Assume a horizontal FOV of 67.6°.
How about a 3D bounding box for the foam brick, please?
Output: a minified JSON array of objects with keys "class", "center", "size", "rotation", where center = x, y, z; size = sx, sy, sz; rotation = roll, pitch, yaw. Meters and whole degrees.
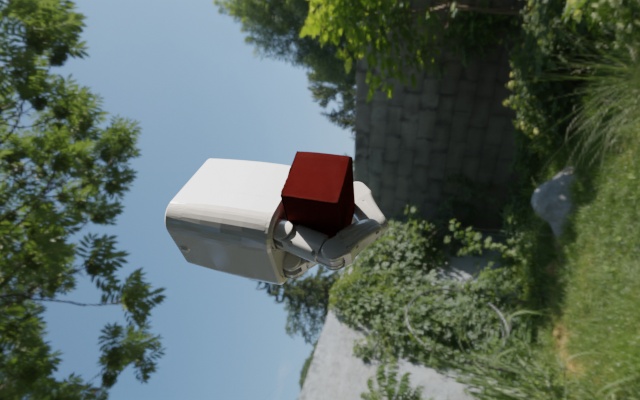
[{"class":"foam brick","center":[0.000,0.001,0.430],"size":[0.051,0.053,0.078],"rotation":[10,-35,13]}]
